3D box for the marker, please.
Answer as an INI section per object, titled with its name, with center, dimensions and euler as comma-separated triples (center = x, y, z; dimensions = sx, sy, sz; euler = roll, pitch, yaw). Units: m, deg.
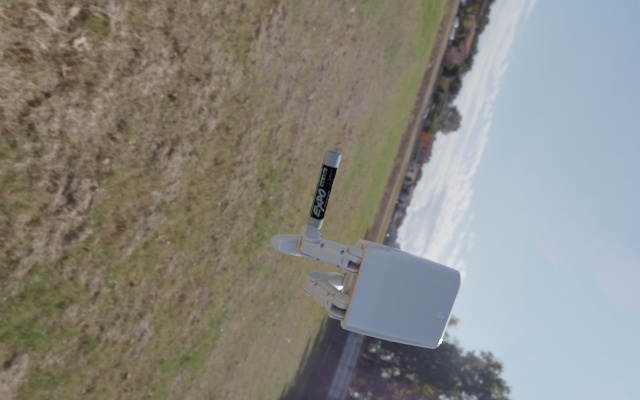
[marker]
center = 0.000, 0.002, 0.552
dimensions = 0.020, 0.121, 0.020
euler = 14, 16, -4
